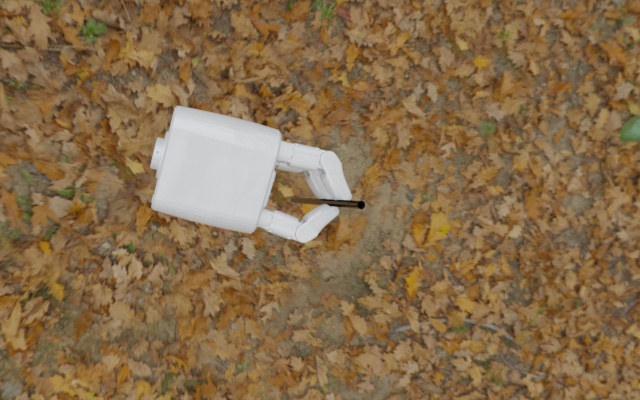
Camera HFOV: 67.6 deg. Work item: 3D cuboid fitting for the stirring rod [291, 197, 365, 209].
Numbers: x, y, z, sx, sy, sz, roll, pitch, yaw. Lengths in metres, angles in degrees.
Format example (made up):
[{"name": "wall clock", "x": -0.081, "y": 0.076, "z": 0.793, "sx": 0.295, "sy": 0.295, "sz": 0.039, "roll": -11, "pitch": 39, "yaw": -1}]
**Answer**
[{"name": "stirring rod", "x": 0.000, "y": 0.002, "z": 0.562, "sx": 0.011, "sy": 0.011, "sz": 0.239, "roll": 0, "pitch": 1, "yaw": -19}]
